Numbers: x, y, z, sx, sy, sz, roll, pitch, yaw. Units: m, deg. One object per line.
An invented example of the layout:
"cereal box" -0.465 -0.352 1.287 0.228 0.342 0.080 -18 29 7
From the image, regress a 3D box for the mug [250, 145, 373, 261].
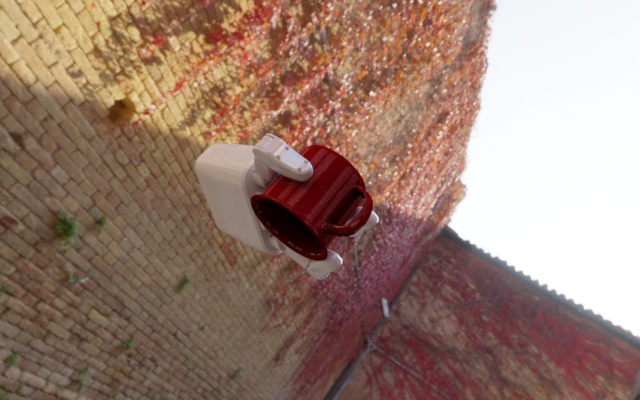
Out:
"mug" 0.001 0.002 0.466 0.117 0.081 0.093 15 -34 44
